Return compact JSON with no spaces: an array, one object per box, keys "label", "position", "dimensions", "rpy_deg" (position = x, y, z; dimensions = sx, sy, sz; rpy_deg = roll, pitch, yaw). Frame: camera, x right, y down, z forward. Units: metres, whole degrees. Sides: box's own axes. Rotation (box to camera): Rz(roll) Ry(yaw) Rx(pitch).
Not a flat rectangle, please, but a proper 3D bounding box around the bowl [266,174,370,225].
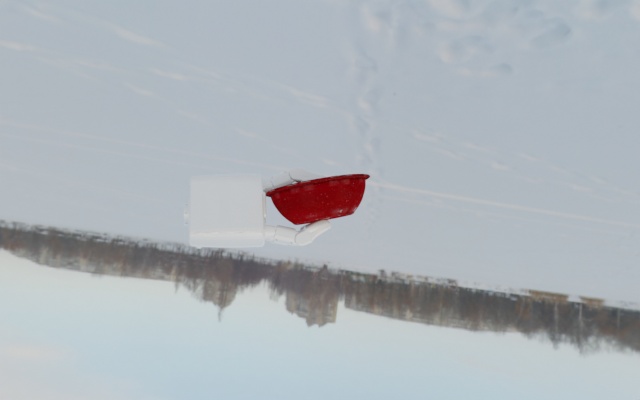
[{"label":"bowl","position":[0.002,0.003,0.724],"dimensions":[0.162,0.055,0.162],"rpy_deg":[-11,-4,-1]}]
